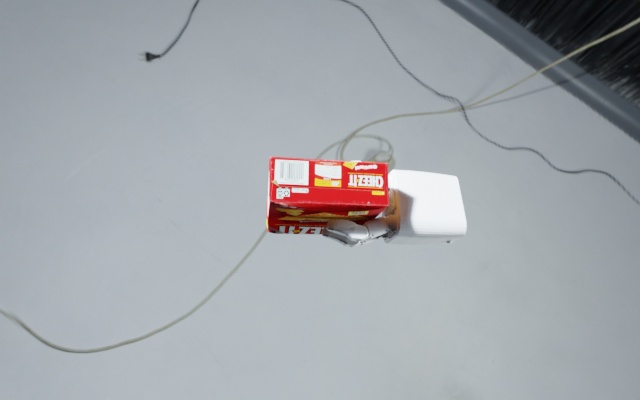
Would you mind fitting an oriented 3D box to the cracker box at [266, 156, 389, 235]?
[{"bbox_3d":[0.000,0.002,0.735,0.164,0.072,0.214,2,-15,-7],"label":"cracker box"}]
